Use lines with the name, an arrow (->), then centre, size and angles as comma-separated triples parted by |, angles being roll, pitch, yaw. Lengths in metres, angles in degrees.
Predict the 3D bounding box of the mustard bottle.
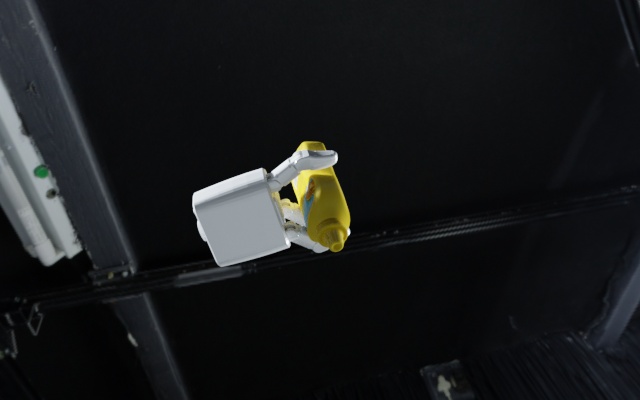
mustard bottle -> 0.000, 0.002, 0.671 | 0.058, 0.096, 0.191 | 1, 35, -15
